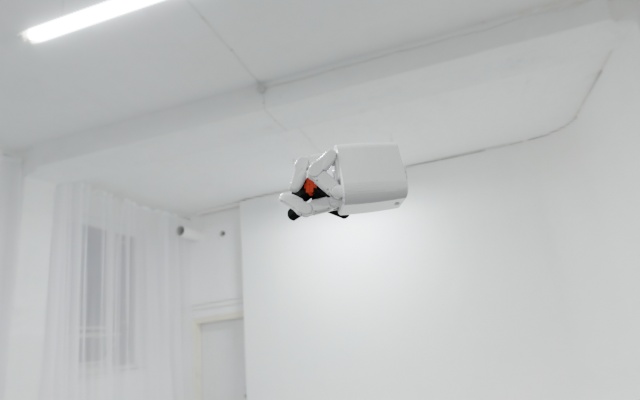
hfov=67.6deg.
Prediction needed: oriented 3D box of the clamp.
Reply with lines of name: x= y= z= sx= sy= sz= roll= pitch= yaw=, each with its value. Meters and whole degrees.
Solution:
clamp: x=0.000 y=0.002 z=0.863 sx=0.120 sy=0.039 sz=0.171 roll=-5 pitch=-17 yaw=-5
